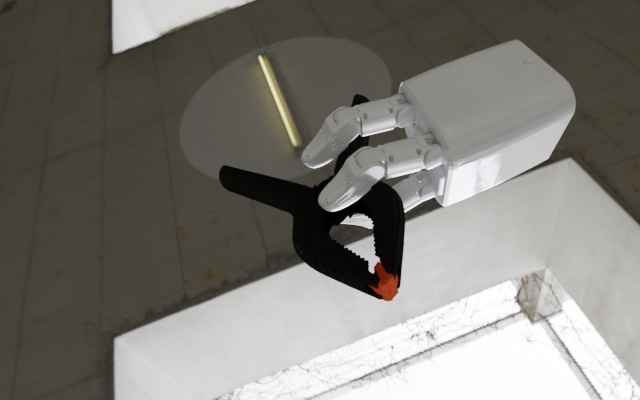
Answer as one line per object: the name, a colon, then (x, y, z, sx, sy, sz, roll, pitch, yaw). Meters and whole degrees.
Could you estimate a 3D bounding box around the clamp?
clamp: (0.001, 0.002, 0.411, 0.164, 0.209, 0.036, -24, -41, 2)
